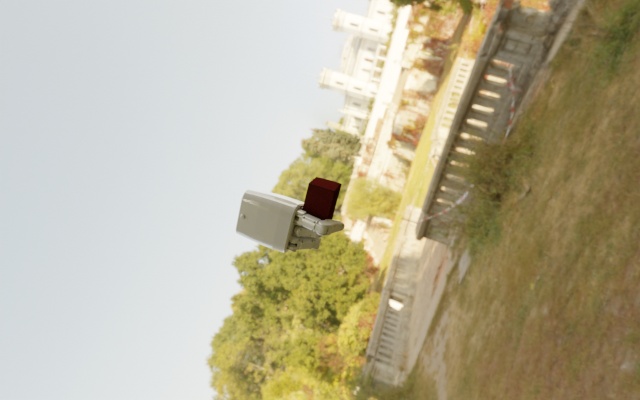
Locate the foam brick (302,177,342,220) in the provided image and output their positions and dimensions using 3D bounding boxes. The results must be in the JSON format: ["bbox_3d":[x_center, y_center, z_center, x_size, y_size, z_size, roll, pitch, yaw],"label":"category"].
[{"bbox_3d":[0.000,0.003,0.885,0.051,0.078,0.053,19,21,11],"label":"foam brick"}]
